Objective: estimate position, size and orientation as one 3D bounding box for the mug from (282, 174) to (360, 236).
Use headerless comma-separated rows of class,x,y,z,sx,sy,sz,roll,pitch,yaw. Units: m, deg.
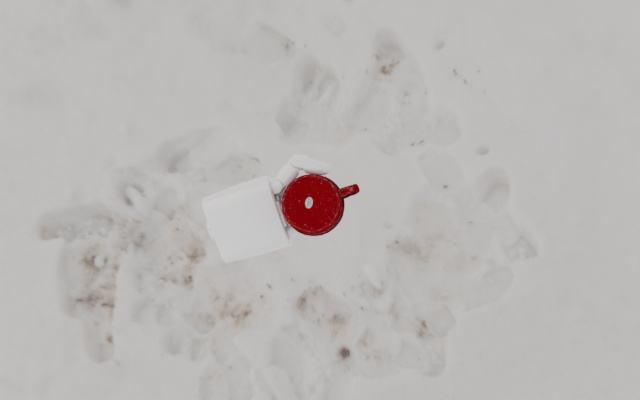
mug,0.002,0.002,0.680,0.117,0.093,0.081,-18,-3,1
